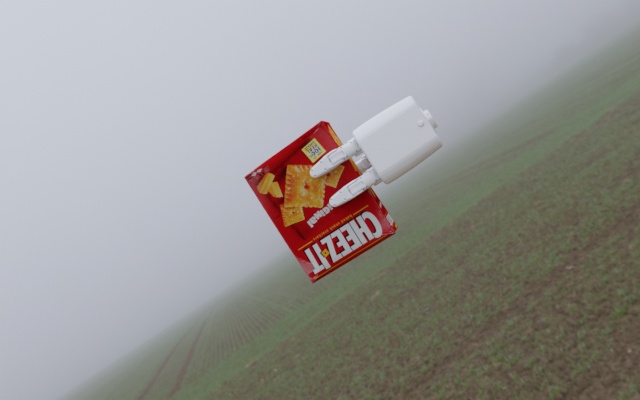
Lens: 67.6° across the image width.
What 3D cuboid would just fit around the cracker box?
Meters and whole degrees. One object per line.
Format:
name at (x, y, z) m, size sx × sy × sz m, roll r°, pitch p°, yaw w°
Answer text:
cracker box at (0.000, 0.002, 0.787) m, size 0.164 × 0.213 × 0.072 m, roll -33°, pitch -2°, yaw 14°
